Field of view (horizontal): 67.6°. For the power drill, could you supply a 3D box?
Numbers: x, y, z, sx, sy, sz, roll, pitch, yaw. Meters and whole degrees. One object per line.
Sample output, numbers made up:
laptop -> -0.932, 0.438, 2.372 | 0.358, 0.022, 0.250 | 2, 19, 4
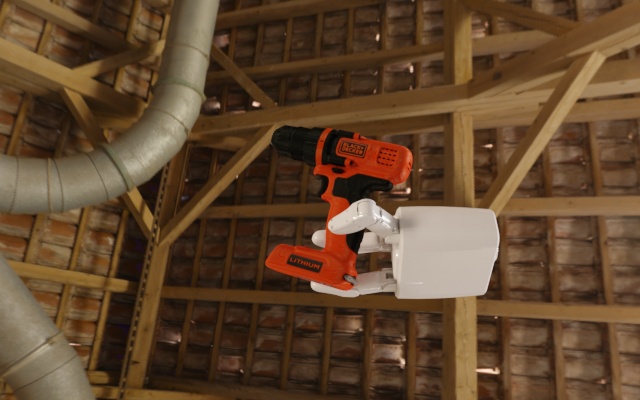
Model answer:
power drill -> 0.000, 0.002, 0.576 | 0.184, 0.187, 0.057 | 14, -11, 23
